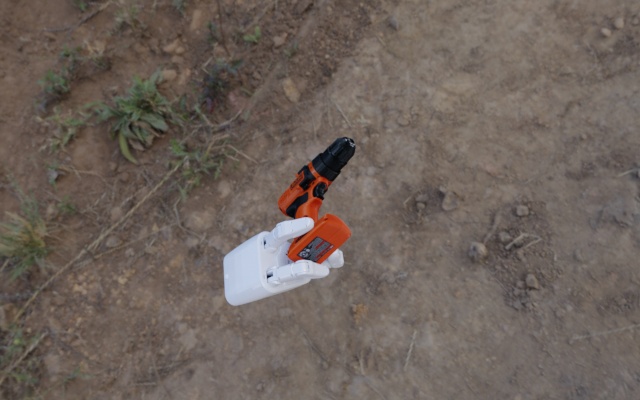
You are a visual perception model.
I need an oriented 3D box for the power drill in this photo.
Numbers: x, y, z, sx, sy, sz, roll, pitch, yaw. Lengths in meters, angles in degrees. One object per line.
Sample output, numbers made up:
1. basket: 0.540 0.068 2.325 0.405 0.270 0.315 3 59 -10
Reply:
1. power drill: 0.000 0.003 0.773 0.057 0.184 0.187 29 30 -25
